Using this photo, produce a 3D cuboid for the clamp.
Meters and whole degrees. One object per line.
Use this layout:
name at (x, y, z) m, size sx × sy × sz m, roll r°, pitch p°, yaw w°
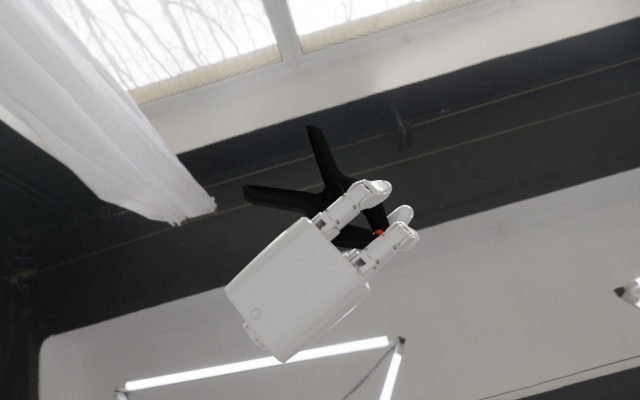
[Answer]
clamp at (0.000, 0.002, 0.523) m, size 0.120 × 0.171 × 0.039 m, roll -40°, pitch -24°, yaw -9°
